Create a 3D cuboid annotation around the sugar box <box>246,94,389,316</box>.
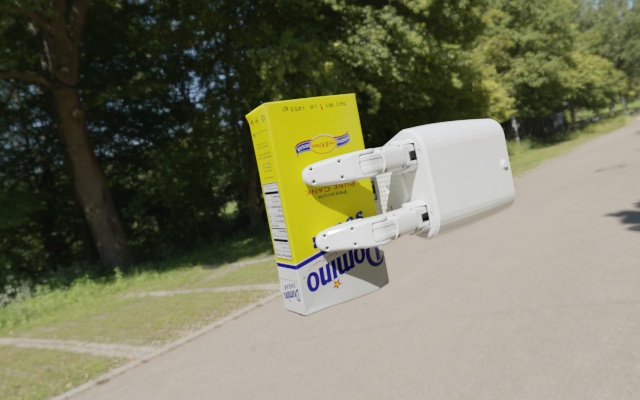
[{"bbox_3d":[0.000,0.001,0.418,0.093,0.176,0.048,-14,3,-30],"label":"sugar box"}]
